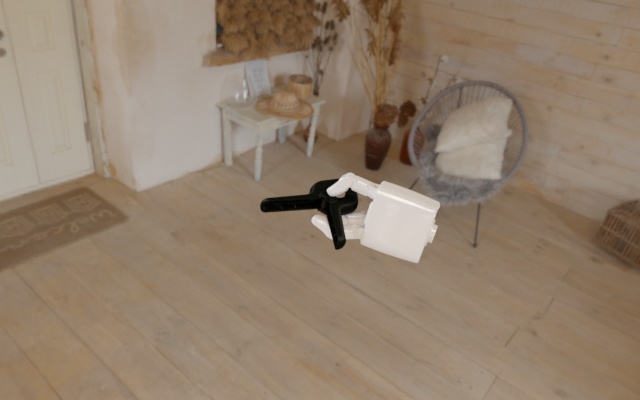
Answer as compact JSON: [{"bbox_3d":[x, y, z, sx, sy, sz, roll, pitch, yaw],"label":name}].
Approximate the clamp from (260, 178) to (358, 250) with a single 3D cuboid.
[{"bbox_3d":[0.001,0.002,0.871,0.164,0.036,0.210,23,32,13],"label":"clamp"}]
